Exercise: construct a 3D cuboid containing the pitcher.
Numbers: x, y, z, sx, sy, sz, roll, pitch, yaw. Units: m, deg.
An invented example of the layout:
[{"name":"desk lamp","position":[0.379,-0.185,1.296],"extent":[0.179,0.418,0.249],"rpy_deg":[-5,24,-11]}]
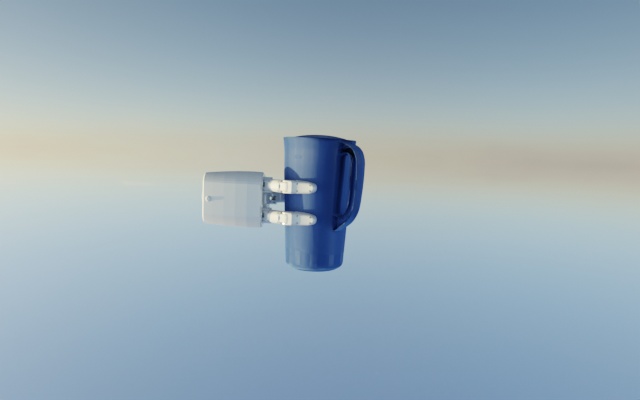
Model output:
[{"name":"pitcher","position":[0.000,0.003,0.870],"extent":[0.145,0.243,0.149],"rpy_deg":[2,5,0]}]
